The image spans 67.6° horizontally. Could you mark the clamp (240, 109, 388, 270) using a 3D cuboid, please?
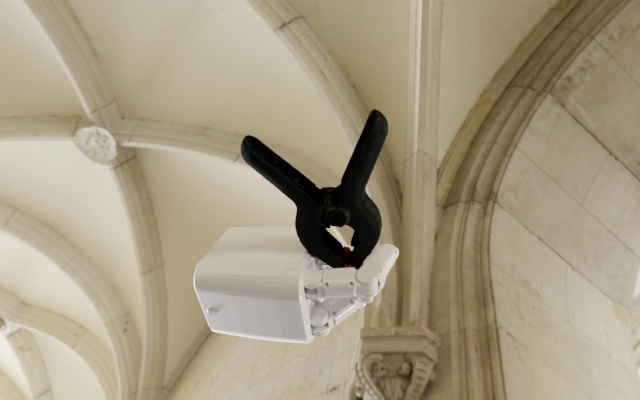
[{"bbox_3d":[0.000,0.001,0.424,0.120,0.172,0.039,1,36,10],"label":"clamp"}]
